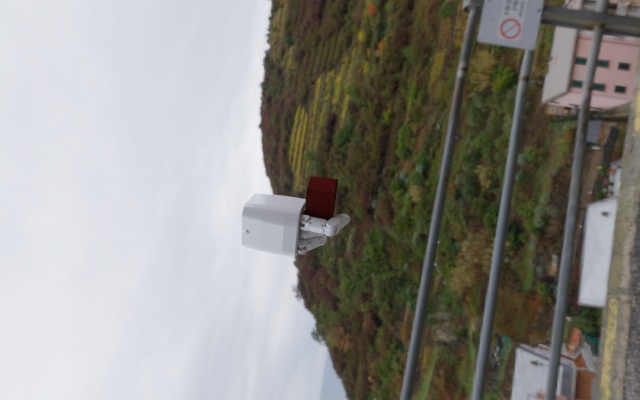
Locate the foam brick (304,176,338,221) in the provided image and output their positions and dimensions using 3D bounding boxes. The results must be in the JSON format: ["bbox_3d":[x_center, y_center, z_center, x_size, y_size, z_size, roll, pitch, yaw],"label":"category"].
[{"bbox_3d":[0.000,0.003,0.866,0.051,0.078,0.053,9,33,4],"label":"foam brick"}]
